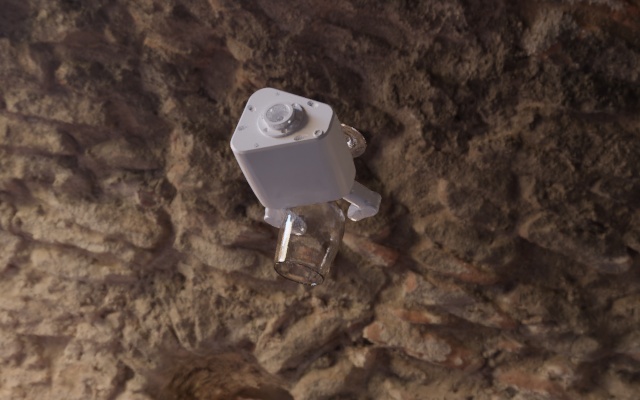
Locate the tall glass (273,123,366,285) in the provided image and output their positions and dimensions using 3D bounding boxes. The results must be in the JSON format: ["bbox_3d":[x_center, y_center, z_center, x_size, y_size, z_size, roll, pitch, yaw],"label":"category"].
[{"bbox_3d":[0.000,0.001,0.601,0.079,0.201,0.079,13,-29,7],"label":"tall glass"}]
